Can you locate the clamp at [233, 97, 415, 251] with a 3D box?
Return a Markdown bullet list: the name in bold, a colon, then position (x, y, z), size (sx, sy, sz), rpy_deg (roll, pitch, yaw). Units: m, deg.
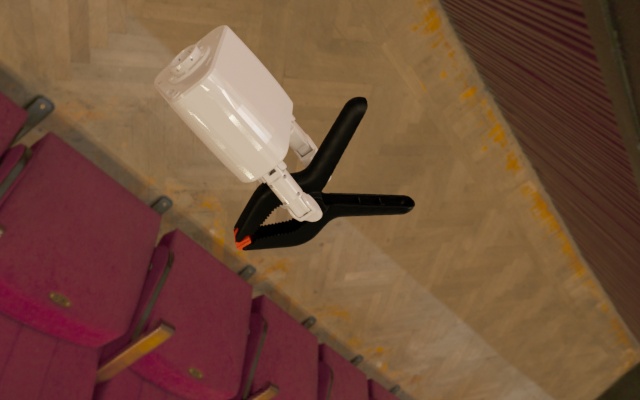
- **clamp**: position (0.000, 0.002, 0.540), size (0.210, 0.165, 0.036), rpy_deg (-34, 35, 9)
